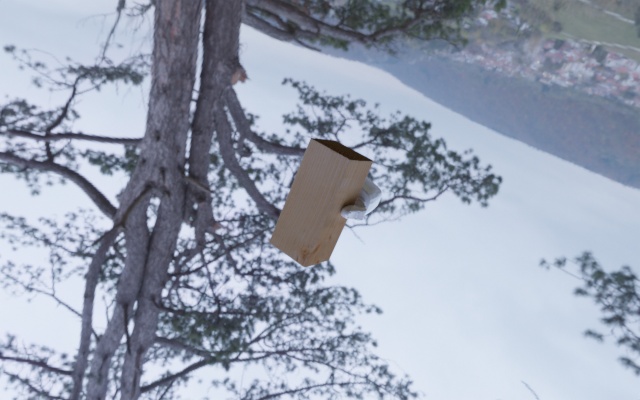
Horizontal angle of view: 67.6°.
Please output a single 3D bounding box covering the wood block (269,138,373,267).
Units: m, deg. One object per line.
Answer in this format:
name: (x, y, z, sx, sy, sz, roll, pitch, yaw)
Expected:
wood block: (0.001, 0.003, 0.851, 0.091, 0.206, 0.090, 31, 18, 27)
